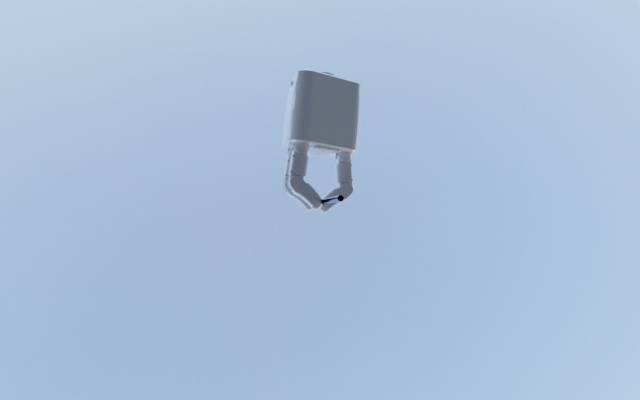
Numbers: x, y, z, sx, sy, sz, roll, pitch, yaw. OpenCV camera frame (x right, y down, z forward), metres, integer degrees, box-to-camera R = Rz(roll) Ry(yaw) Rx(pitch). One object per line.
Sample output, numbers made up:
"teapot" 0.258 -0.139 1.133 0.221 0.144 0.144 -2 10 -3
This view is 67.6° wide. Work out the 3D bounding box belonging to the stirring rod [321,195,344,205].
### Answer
"stirring rod" 0.000 0.002 0.699 0.011 0.011 0.239 0 -2 -12
